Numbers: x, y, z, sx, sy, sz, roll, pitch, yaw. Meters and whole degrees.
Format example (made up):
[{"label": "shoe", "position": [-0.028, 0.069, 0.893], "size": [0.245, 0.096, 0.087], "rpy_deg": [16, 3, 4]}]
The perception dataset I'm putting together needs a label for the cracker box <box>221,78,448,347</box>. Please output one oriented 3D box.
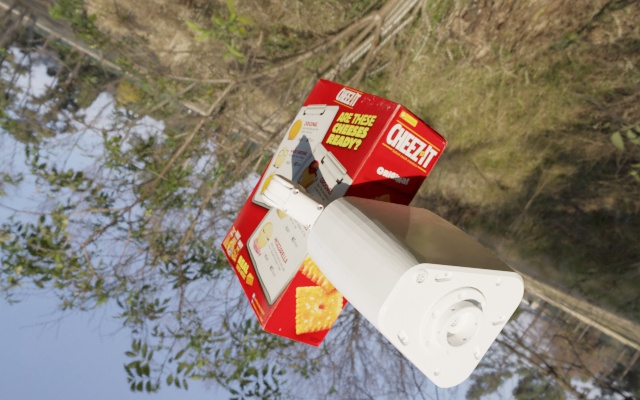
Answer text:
[{"label": "cracker box", "position": [0.000, 0.002, 0.461], "size": [0.072, 0.214, 0.164], "rpy_deg": [28, 7, -31]}]
